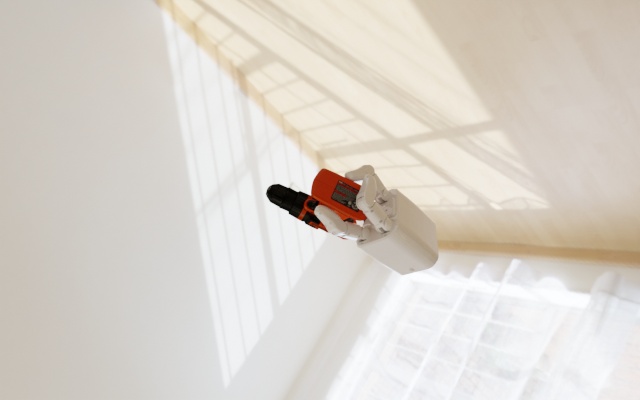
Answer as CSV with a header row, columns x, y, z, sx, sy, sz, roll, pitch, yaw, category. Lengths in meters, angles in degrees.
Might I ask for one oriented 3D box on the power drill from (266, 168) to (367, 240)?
x,y,z,sx,sy,sz,roll,pitch,yaw,category
0.000,0.003,0.836,0.184,0.057,0.188,24,-17,-8,power drill
